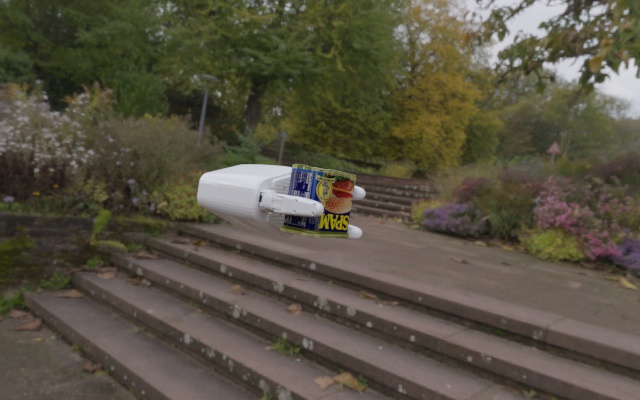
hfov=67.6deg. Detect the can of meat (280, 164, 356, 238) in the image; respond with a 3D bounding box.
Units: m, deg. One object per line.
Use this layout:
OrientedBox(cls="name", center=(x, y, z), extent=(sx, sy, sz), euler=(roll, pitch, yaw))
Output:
OrientedBox(cls="can of meat", center=(0.000, 0.002, 0.612), extent=(0.057, 0.084, 0.102), euler=(9, 0, 34))
